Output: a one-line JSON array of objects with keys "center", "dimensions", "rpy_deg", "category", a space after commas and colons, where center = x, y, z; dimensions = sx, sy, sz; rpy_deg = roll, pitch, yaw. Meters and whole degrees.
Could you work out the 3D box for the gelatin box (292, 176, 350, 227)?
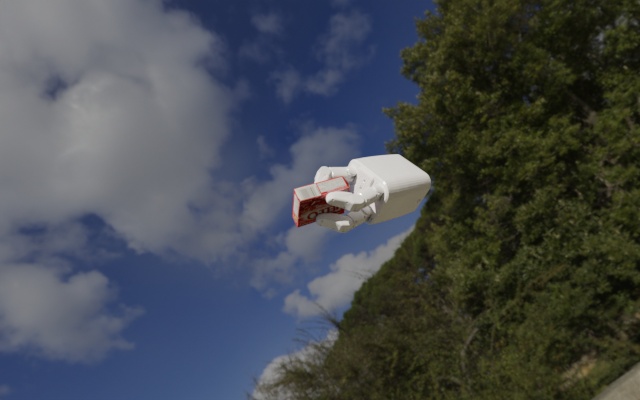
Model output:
[{"center": [0.000, 0.002, 0.782], "dimensions": [0.089, 0.030, 0.073], "rpy_deg": [-16, -34, -18], "category": "gelatin box"}]
